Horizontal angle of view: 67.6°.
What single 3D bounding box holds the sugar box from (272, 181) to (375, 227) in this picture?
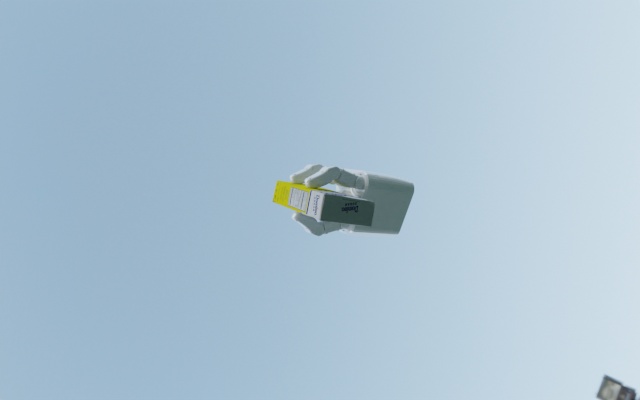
[{"bbox_3d":[0.000,0.002,0.765,0.093,0.048,0.176,8,2,-30],"label":"sugar box"}]
